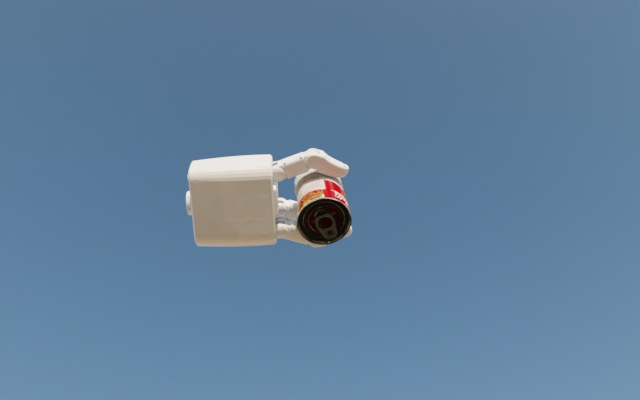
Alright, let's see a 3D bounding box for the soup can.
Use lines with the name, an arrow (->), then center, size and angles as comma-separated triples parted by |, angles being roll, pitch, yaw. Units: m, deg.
soup can -> 0.001, 0.002, 0.628 | 0.068, 0.068, 0.102 | 0, 30, -6
